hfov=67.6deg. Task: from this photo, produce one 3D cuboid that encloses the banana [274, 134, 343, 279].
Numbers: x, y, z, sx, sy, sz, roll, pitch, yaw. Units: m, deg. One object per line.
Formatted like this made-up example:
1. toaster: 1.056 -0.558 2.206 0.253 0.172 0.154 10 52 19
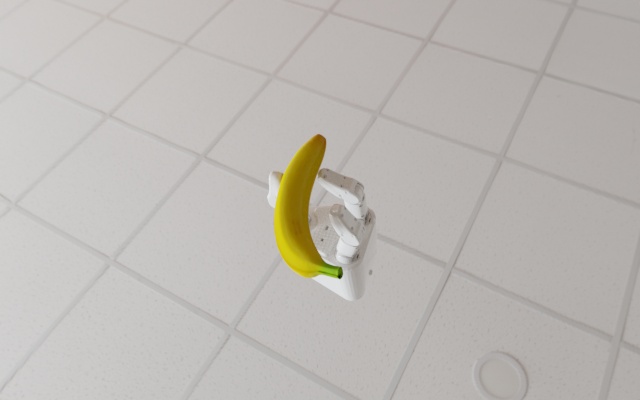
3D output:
1. banana: -0.018 0.008 0.519 0.069 0.197 0.037 -12 -38 6
